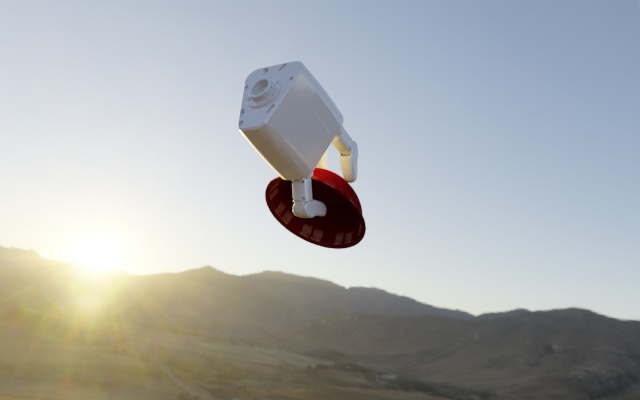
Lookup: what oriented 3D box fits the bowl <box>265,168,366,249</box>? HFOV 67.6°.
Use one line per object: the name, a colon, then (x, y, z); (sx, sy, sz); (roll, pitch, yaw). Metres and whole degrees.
bowl: (0.001, 0.003, 0.719); (0.162, 0.055, 0.162); (18, -37, 14)
